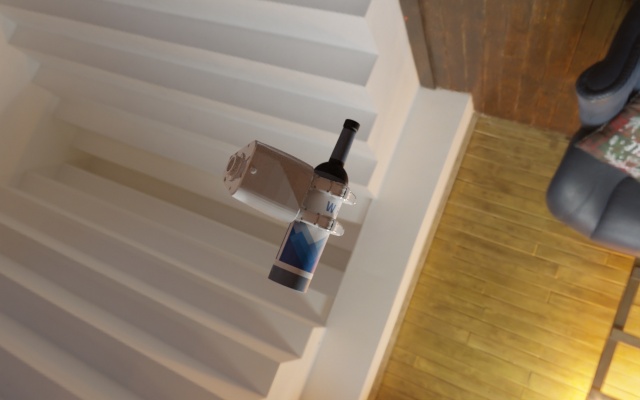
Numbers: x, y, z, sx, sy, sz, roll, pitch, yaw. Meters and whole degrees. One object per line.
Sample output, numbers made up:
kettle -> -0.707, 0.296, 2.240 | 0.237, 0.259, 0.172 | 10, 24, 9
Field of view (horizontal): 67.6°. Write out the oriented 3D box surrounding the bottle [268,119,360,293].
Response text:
bottle -> 0.000, 0.003, 0.790 | 0.069, 0.295, 0.069 | 22, -7, 3
